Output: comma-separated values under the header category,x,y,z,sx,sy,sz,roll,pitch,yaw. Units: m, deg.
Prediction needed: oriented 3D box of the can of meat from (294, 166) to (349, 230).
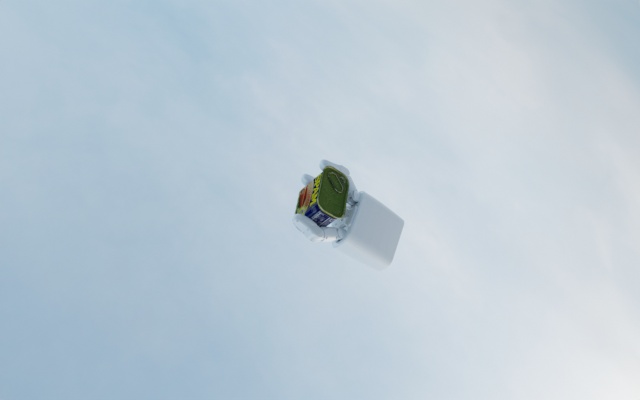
category,x,y,z,sx,sy,sz,roll,pitch,yaw
can of meat,0.000,0.003,0.844,0.057,0.102,0.084,30,-43,-22
